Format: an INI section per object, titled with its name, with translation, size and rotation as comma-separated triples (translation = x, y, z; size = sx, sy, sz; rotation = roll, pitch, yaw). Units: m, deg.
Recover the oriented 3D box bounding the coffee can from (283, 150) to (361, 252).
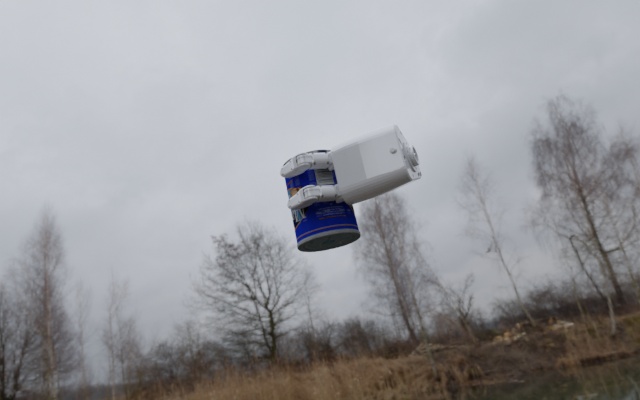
[coffee can]
translation = 0.000, 0.003, 0.777
size = 0.103, 0.140, 0.103
rotation = -11, -18, -4
